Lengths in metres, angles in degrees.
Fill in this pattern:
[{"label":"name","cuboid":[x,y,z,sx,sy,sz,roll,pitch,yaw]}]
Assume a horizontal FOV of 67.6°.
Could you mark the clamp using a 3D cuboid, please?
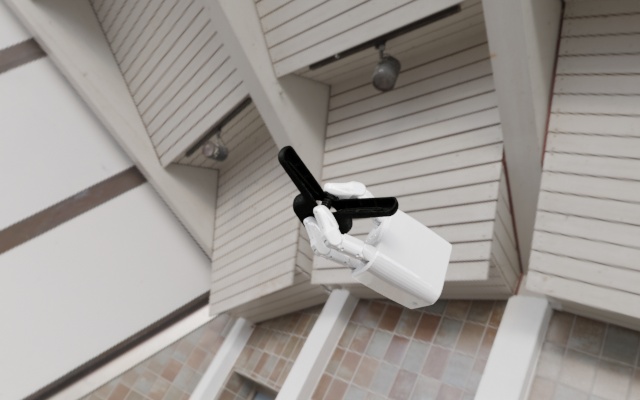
[{"label":"clamp","cuboid":[0.001,0.002,0.676,0.164,0.036,0.210,30,-24,-5]}]
